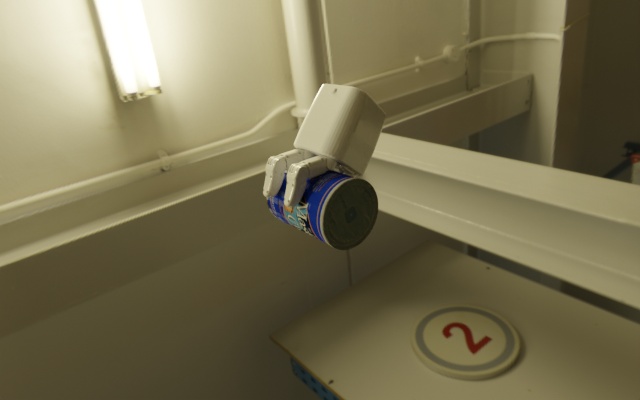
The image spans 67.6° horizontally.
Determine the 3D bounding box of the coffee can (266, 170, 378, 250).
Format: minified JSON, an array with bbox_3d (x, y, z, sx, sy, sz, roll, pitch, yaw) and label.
[{"bbox_3d":[0.000,0.003,0.705,0.103,0.103,0.140,0,15,-40],"label":"coffee can"}]
